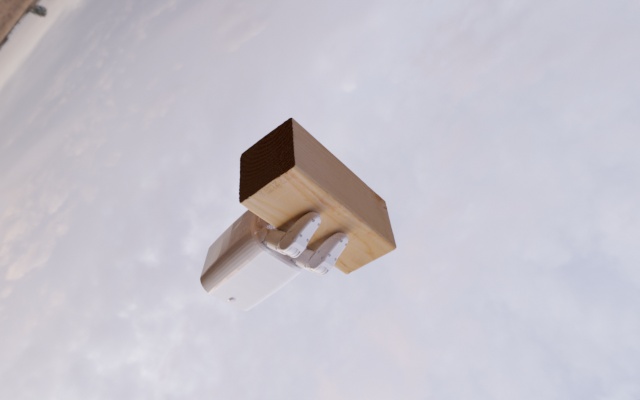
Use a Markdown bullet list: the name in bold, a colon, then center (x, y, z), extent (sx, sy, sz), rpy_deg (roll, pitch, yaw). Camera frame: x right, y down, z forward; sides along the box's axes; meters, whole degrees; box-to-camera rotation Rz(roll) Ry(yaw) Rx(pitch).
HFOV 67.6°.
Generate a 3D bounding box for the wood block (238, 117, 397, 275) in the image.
- **wood block**: center (0.000, 0.002, 0.621), extent (0.090, 0.090, 0.206), rpy_deg (-32, -48, 24)
